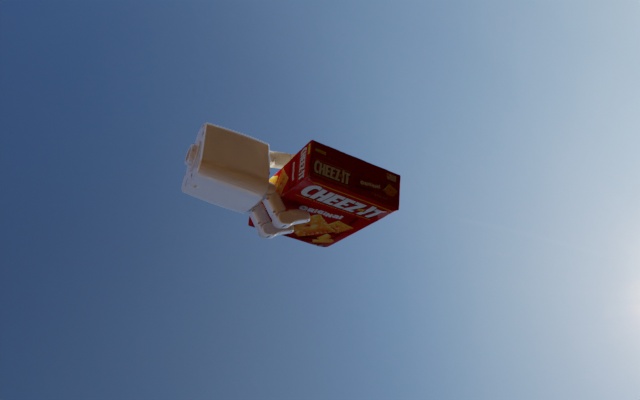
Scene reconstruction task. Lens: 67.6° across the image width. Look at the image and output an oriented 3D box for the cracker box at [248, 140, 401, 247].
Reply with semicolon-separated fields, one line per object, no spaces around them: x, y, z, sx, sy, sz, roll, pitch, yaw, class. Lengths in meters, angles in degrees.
0.000;0.002;0.781;0.164;0.072;0.214;19;-29;-25;cracker box
